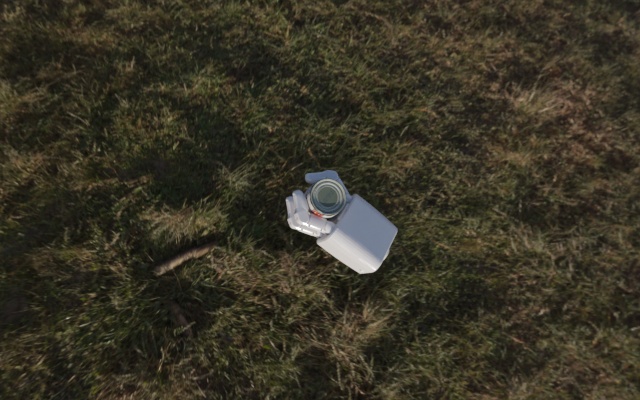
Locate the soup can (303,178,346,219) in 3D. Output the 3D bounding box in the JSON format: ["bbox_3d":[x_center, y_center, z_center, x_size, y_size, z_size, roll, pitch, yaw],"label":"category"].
[{"bbox_3d":[0.000,0.002,0.867,0.068,0.068,0.102,0,-10,-16],"label":"soup can"}]
